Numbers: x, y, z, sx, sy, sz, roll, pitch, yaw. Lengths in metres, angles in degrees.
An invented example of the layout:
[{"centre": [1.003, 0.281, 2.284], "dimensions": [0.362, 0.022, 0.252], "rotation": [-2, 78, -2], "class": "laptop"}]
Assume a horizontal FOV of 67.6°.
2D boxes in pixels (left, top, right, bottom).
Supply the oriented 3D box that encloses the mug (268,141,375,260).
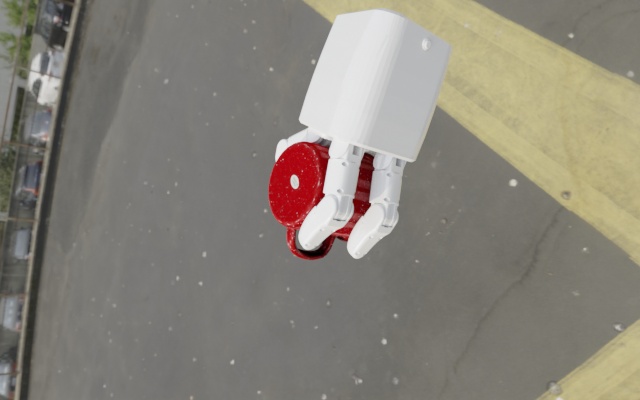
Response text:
[{"centre": [-0.001, 0.003, 0.463], "dimensions": [0.081, 0.117, 0.093], "rotation": [11, 11, -40], "class": "mug"}]
